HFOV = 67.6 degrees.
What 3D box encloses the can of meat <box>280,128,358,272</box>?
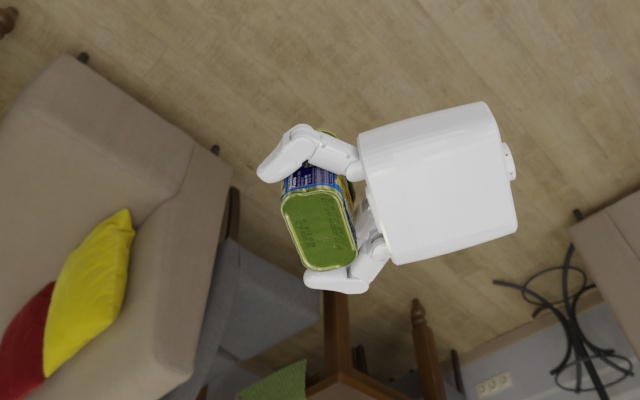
[{"bbox_3d":[0.000,0.002,0.433,0.057,0.102,0.083,-12,40,9],"label":"can of meat"}]
